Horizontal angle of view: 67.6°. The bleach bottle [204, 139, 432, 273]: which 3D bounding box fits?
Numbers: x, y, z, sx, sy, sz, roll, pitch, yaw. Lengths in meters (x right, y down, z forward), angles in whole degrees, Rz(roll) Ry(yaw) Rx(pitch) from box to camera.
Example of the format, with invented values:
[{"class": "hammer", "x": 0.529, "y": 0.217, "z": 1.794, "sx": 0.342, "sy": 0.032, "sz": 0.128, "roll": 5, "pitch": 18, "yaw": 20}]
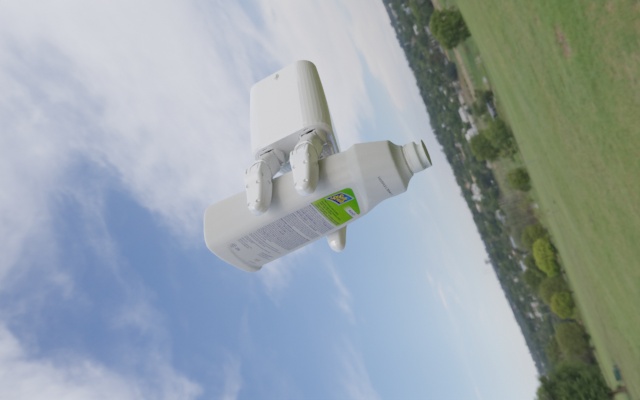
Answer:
[{"class": "bleach bottle", "x": 0.000, "y": 0.002, "z": 0.519, "sx": 0.251, "sy": 0.068, "sz": 0.103, "roll": -23, "pitch": -34, "yaw": 20}]
